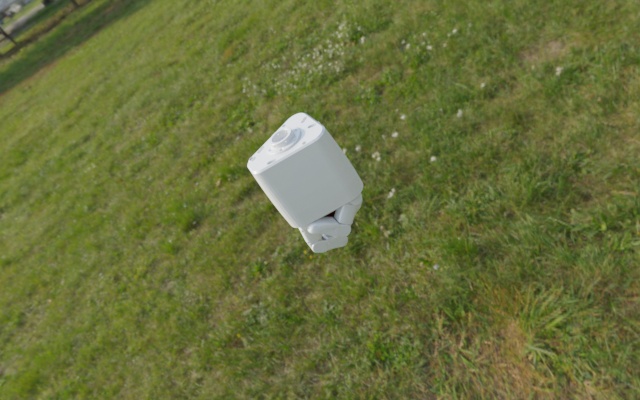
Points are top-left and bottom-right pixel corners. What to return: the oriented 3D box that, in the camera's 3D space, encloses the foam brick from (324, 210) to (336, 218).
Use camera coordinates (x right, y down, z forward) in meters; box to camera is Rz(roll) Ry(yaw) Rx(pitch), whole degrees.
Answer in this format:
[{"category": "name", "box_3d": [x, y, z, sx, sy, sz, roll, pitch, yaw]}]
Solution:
[{"category": "foam brick", "box_3d": [0.000, 0.002, 0.703, 0.053, 0.051, 0.078, -39, 35, -3]}]
